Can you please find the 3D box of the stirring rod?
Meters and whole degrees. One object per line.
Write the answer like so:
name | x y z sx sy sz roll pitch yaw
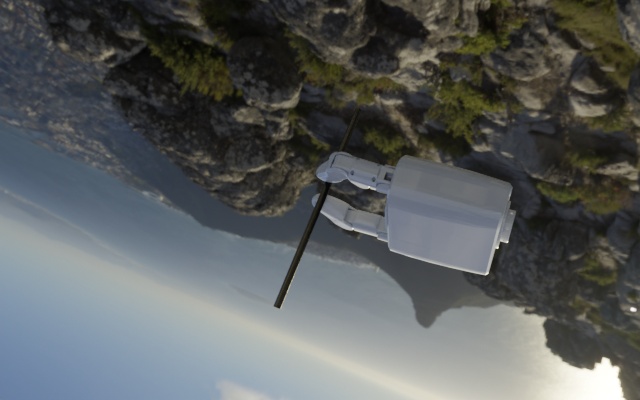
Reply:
stirring rod | 0.000 0.002 0.516 0.011 0.239 0.011 20 -17 7
